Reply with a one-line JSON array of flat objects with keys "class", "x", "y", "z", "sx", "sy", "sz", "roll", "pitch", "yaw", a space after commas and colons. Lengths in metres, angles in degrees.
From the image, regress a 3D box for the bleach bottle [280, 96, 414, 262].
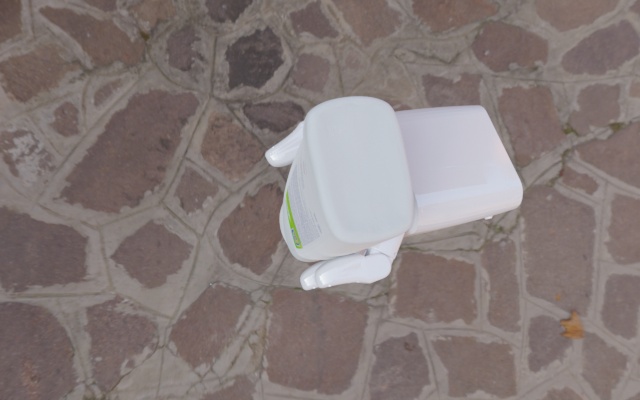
[{"class": "bleach bottle", "x": 0.000, "y": 0.001, "z": 0.426, "sx": 0.068, "sy": 0.102, "sz": 0.251, "roll": -9, "pitch": -8, "yaw": -14}]
